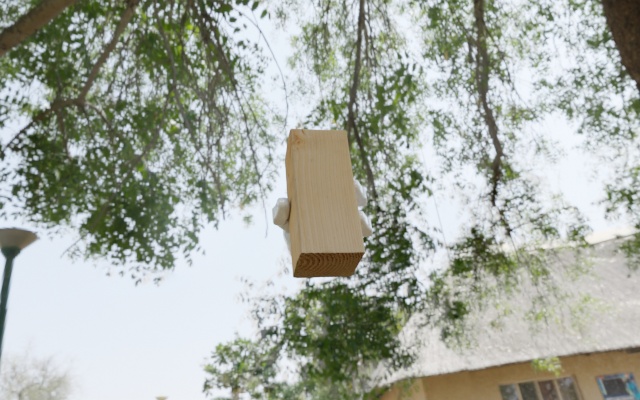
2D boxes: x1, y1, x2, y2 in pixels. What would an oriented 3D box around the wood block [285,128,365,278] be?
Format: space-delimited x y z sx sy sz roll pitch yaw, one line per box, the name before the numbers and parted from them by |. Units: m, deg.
wood block | 0.000 0.002 0.713 0.091 0.206 0.090 0 -30 -11
